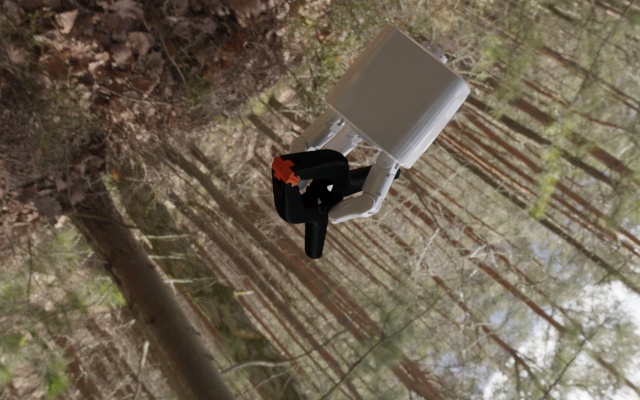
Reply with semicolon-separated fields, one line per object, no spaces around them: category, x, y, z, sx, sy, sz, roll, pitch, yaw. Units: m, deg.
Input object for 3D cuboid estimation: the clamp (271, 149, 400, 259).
clamp;0.000;0.002;0.544;0.036;0.164;0.210;46;15;27
